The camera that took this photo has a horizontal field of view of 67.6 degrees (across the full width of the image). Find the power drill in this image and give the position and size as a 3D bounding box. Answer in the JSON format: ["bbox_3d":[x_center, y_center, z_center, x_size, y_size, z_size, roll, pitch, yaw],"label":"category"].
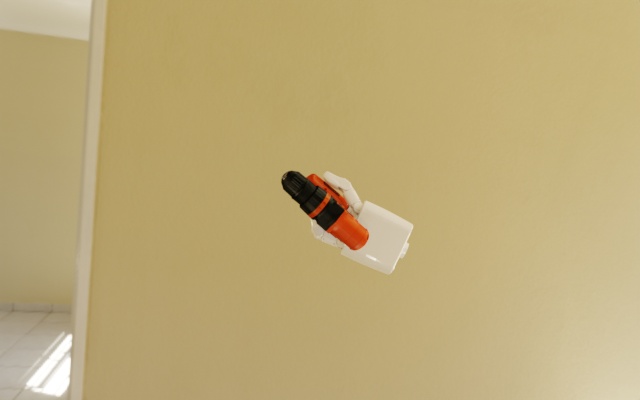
[{"bbox_3d":[0.000,0.003,0.875,0.184,0.057,0.187,43,6,-12],"label":"power drill"}]
